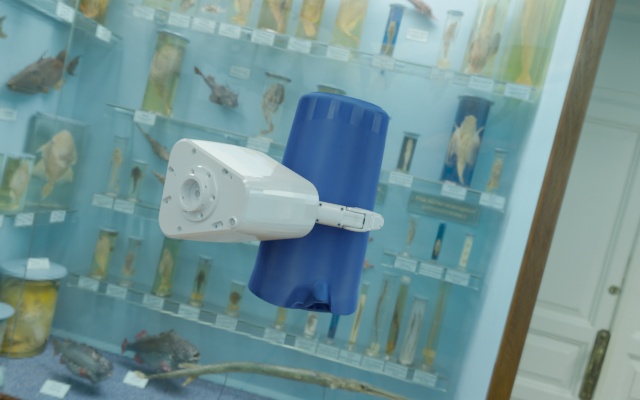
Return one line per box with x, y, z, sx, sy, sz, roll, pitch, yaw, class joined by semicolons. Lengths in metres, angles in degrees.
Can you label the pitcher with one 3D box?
0.000;0.002;0.574;0.149;0.243;0.145;15;5;31;pitcher
